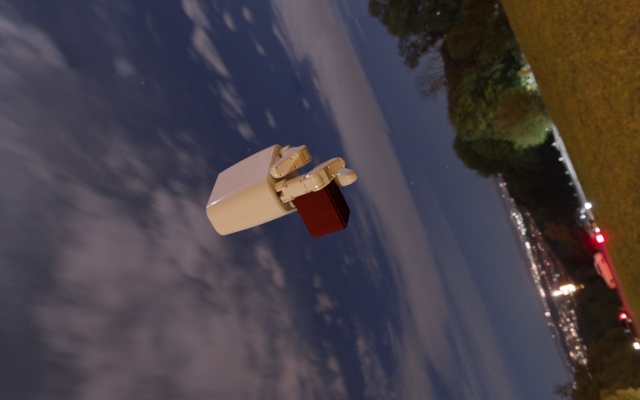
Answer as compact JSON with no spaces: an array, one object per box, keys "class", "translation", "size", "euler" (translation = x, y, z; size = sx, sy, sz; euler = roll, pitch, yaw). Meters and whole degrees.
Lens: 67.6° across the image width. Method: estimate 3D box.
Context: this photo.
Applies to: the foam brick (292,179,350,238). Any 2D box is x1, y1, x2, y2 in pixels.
[{"class":"foam brick","translation":[0.000,0.002,0.653],"size":[0.051,0.078,0.053],"euler":[-22,17,19]}]
